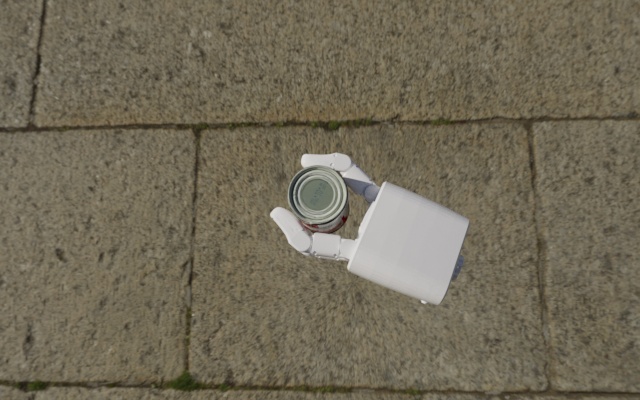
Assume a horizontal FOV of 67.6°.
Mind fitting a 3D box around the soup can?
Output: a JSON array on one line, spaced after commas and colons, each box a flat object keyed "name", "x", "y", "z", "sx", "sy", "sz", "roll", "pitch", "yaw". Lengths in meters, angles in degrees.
[{"name": "soup can", "x": 0.000, "y": 0.001, "z": 0.562, "sx": 0.068, "sy": 0.068, "sz": 0.102, "roll": 0, "pitch": -9, "yaw": 4}]
